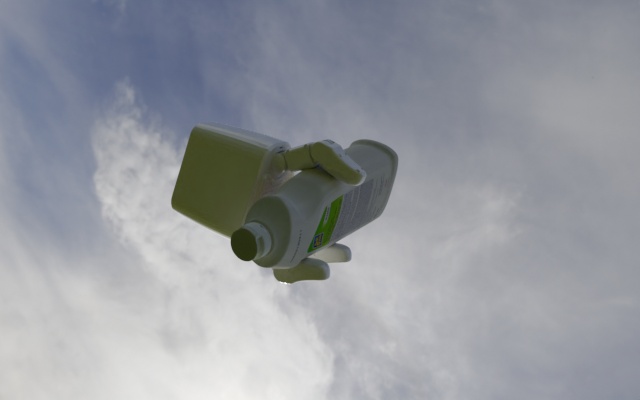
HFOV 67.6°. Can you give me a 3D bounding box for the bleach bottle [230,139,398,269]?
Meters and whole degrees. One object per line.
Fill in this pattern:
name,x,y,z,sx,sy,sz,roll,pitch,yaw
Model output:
bleach bottle,0.000,0.002,0.493,0.068,0.103,0.251,22,22,24
